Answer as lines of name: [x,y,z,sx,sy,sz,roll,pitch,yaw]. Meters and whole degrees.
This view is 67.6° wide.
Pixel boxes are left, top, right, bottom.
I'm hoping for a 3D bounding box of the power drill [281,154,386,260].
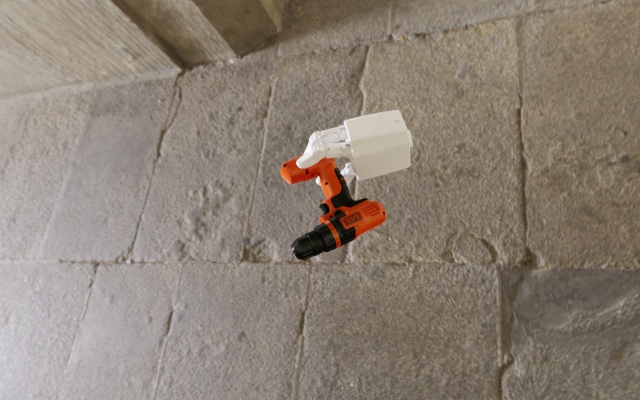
power drill: [0.000,0.002,0.874,0.184,0.187,0.057,-24,-24,-16]
